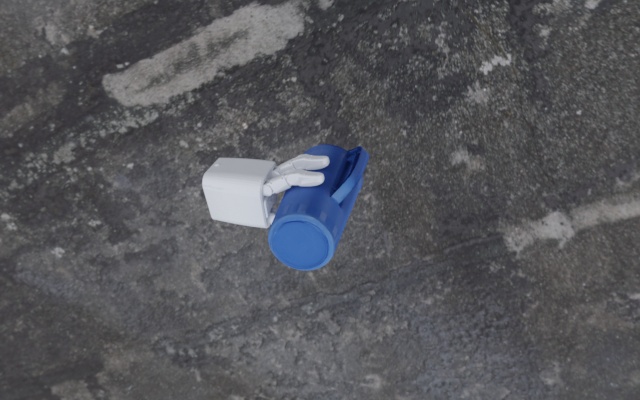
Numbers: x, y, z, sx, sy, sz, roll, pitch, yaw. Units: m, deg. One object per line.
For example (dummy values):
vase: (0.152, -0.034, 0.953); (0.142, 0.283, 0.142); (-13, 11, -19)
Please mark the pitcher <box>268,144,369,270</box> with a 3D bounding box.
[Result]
pitcher: (0.000, 0.003, 0.828); (0.145, 0.149, 0.242); (7, 32, 10)
